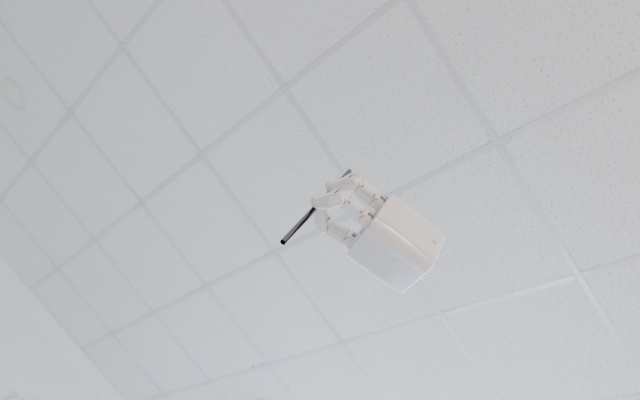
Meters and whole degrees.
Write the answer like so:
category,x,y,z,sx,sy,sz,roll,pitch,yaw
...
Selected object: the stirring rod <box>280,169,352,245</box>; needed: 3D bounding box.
category,x,y,z,sx,sy,sz,roll,pitch,yaw
stirring rod,0.000,0.003,0.728,0.011,0.011,0.239,0,26,28
